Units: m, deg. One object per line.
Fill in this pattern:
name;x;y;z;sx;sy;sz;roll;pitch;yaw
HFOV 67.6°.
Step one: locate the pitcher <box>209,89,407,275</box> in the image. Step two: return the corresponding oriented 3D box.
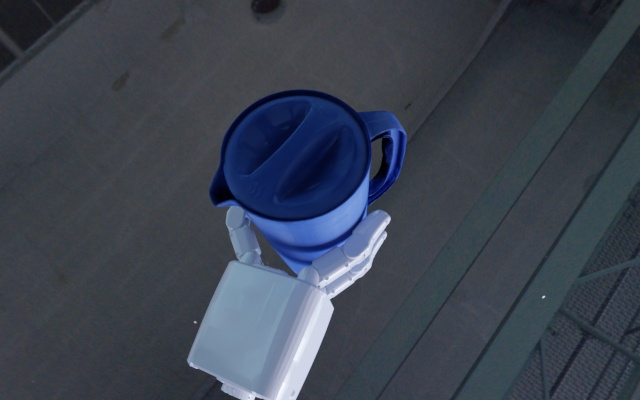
pitcher;0.000;0.002;0.513;0.149;0.145;0.243;16;-21;14
